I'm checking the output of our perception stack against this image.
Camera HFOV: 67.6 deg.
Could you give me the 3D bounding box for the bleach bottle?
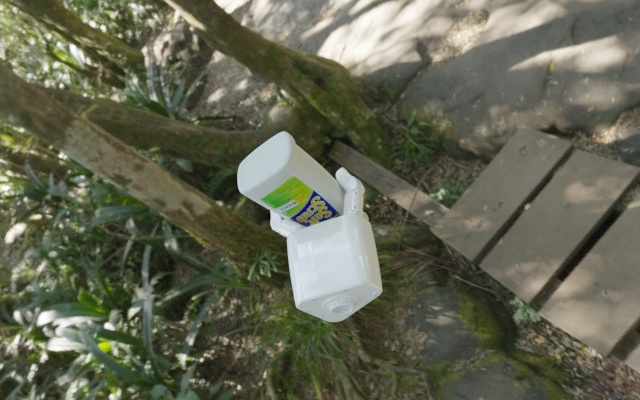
[{"bbox_3d":[0.000,0.002,0.709,0.102,0.068,0.251,-32,-43,26],"label":"bleach bottle"}]
